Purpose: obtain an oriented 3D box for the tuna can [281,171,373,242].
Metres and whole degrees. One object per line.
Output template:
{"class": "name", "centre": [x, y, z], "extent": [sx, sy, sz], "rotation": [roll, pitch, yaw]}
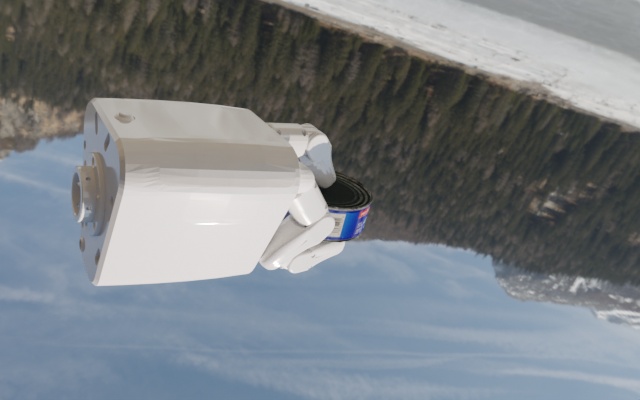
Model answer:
{"class": "tuna can", "centre": [0.000, 0.002, 0.416], "extent": [0.086, 0.034, 0.086], "rotation": [12, 23, -5]}
